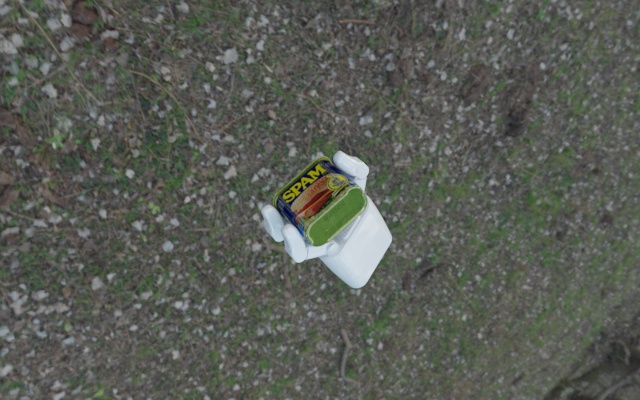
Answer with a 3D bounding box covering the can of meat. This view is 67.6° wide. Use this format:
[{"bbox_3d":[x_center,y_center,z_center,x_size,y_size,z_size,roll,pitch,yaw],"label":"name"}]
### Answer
[{"bbox_3d":[0.000,0.002,0.637,0.084,0.102,0.057,43,-8,43],"label":"can of meat"}]
